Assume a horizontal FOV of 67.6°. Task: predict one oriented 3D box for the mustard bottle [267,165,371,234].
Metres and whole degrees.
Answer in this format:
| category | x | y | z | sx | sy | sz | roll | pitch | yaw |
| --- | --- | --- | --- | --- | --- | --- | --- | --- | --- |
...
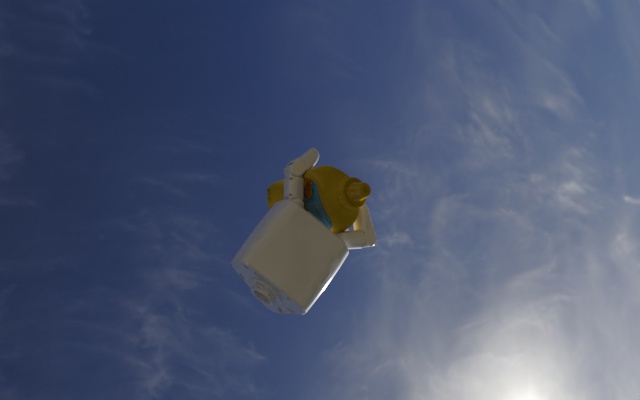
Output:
| category | x | y | z | sx | sy | sz | roll | pitch | yaw |
| --- | --- | --- | --- | --- | --- | --- | --- | --- | --- |
| mustard bottle | 0.000 | 0.002 | 0.667 | 0.058 | 0.096 | 0.191 | -25 | 6 | -36 |
